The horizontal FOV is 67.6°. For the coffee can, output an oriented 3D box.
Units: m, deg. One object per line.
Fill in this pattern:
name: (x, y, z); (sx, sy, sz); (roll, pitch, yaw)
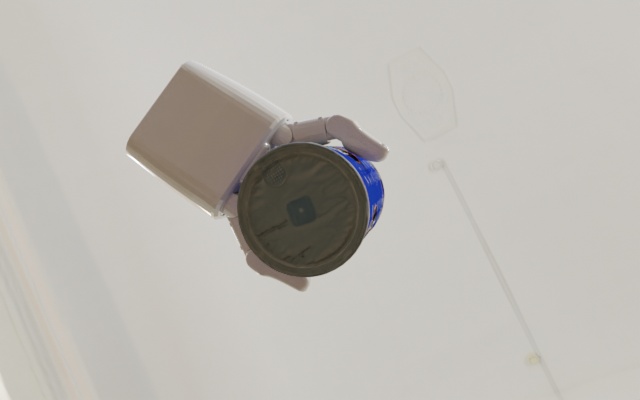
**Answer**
coffee can: (0.000, 0.001, 0.425); (0.103, 0.103, 0.140); (0, 5, 12)
